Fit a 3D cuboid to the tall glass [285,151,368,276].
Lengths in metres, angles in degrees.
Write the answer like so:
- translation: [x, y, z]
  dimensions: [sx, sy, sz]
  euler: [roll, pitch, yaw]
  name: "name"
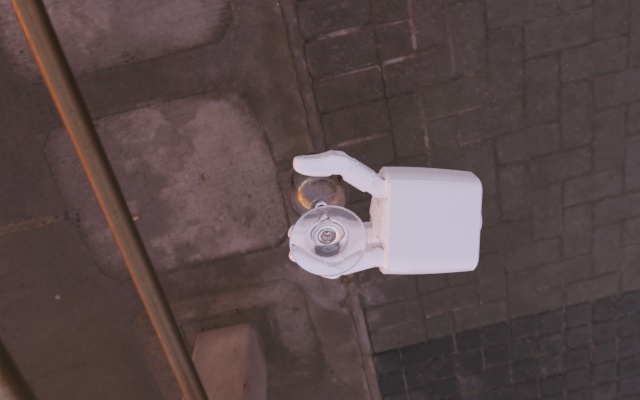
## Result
- translation: [0.000, 0.002, 0.539]
  dimensions: [0.079, 0.079, 0.201]
  euler: [0, 22, -5]
  name: "tall glass"
